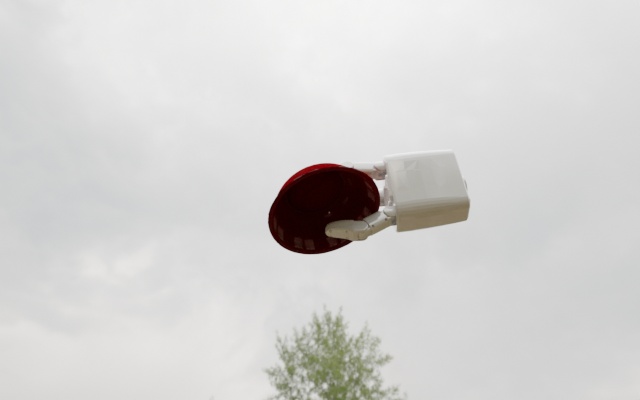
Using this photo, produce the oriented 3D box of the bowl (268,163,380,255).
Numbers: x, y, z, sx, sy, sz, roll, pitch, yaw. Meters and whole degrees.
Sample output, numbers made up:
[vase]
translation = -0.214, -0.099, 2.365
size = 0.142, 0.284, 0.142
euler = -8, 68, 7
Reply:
[bowl]
translation = -0.001, 0.002, 0.677
size = 0.162, 0.162, 0.055
euler = 0, 40, -21
